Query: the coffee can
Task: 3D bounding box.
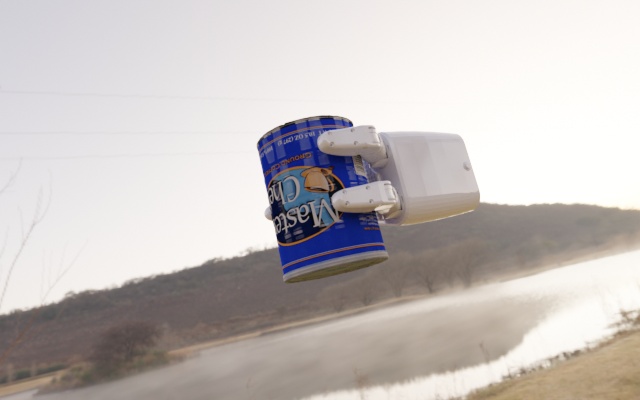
[{"bbox_3d":[0.000,0.002,0.472,0.103,0.140,0.103,-13,-13,-3],"label":"coffee can"}]
